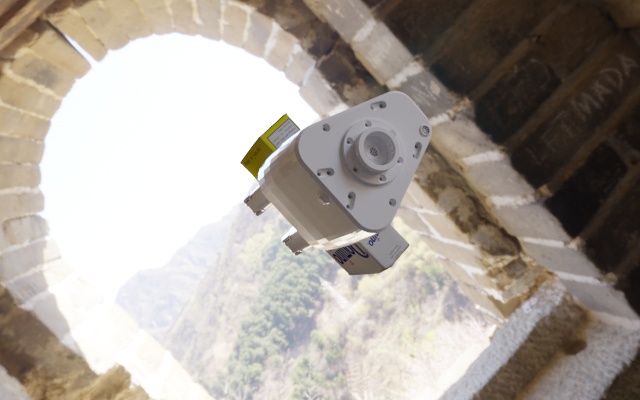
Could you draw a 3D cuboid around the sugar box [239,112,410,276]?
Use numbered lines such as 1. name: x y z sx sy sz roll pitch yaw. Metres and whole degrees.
1. sugar box: 0.000 0.002 0.488 0.048 0.176 0.093 -44 6 -22
